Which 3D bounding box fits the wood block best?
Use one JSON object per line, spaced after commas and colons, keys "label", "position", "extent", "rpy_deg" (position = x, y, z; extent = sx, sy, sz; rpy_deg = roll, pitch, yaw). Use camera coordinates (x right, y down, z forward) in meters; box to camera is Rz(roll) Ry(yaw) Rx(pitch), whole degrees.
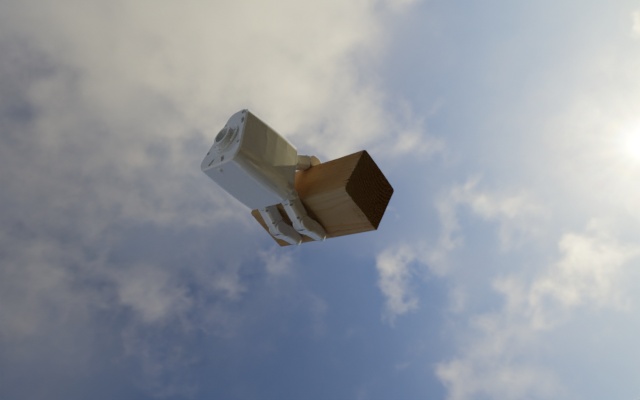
{"label": "wood block", "position": [0.000, 0.002, 0.768], "extent": [0.206, 0.090, 0.090], "rpy_deg": [-14, 36, 42]}
